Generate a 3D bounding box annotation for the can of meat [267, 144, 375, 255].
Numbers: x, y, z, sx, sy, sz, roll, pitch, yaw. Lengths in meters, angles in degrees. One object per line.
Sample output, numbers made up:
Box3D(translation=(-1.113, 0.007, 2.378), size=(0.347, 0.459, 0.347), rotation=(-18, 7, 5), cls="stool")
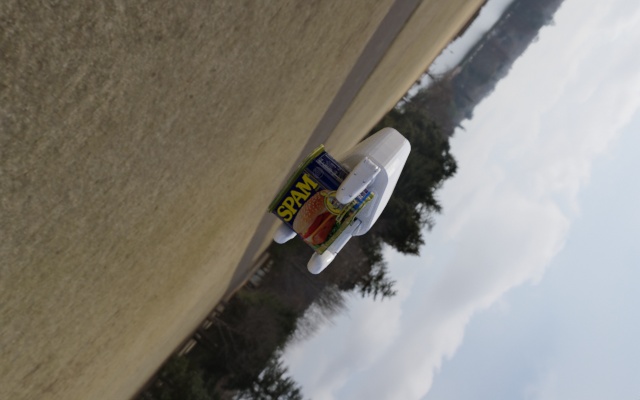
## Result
Box3D(translation=(0.000, 0.002, 0.551), size=(0.102, 0.084, 0.057), rotation=(-51, -3, 35), cls="can of meat")
